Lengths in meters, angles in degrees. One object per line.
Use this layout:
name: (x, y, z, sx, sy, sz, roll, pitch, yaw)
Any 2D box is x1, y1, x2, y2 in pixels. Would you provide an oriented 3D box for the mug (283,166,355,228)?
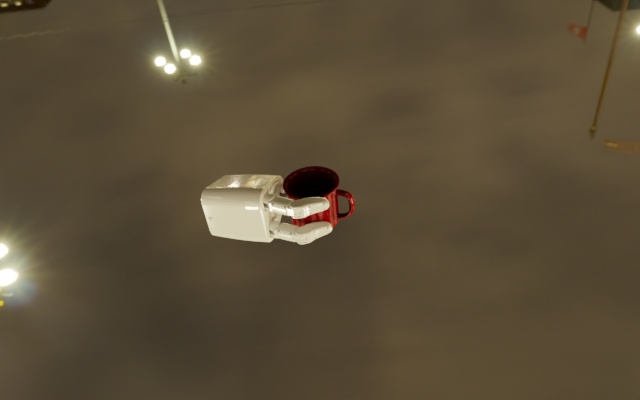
mug: (0.002, 0.003, 0.794, 0.117, 0.082, 0.093, 5, 39, 15)
